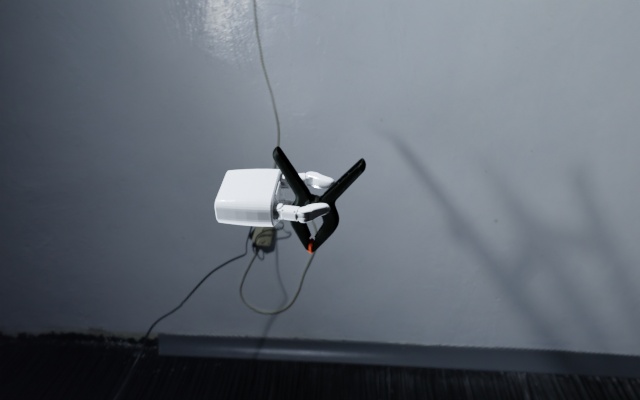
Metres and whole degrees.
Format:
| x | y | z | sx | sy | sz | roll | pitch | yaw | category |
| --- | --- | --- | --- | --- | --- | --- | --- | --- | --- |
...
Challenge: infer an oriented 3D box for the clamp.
| x | y | z | sx | sy | sz | roll | pitch | yaw | category |
| --- | --- | --- | --- | --- | --- | --- | --- | --- | --- |
| 0.000 | 0.004 | 0.871 | 0.164 | 0.210 | 0.036 | 3 | 28 | 10 | clamp |
